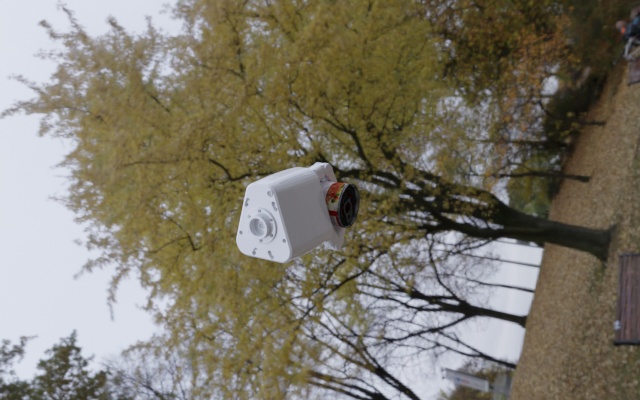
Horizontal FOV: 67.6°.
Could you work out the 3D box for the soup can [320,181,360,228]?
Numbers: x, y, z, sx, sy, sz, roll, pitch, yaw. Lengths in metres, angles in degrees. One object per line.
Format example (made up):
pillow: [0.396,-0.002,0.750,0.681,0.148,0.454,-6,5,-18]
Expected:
soup can: [0.000,0.002,0.737,0.102,0.068,0.068,8,4,29]
